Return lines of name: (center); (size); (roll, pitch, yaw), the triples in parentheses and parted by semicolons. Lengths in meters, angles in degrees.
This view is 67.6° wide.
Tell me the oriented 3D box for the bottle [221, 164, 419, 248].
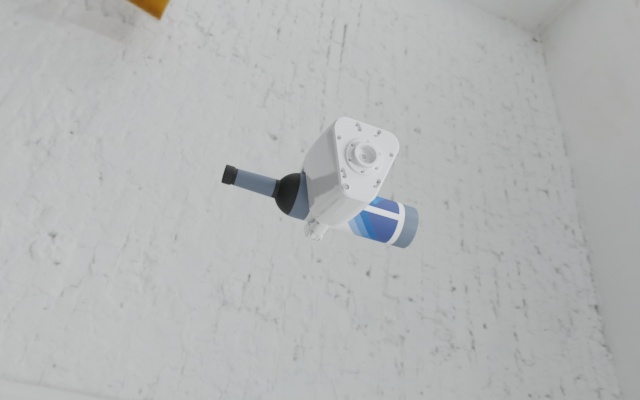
bottle: (0.000, 0.002, 0.710); (0.296, 0.069, 0.069); (16, -4, -14)
